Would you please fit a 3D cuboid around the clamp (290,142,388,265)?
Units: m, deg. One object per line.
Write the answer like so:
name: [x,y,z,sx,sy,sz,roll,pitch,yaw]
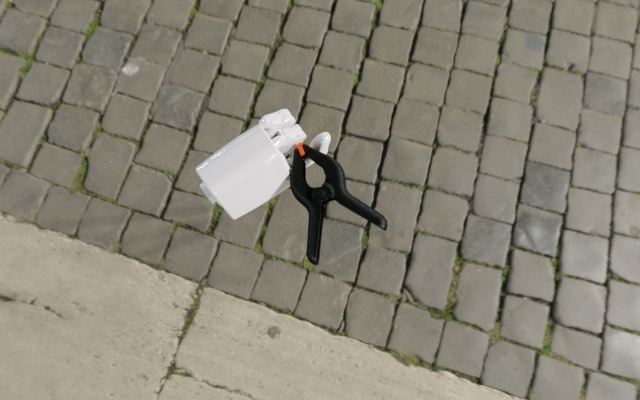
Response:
clamp: [0.000,0.002,0.673,0.120,0.171,0.039,-35,-13,-4]
